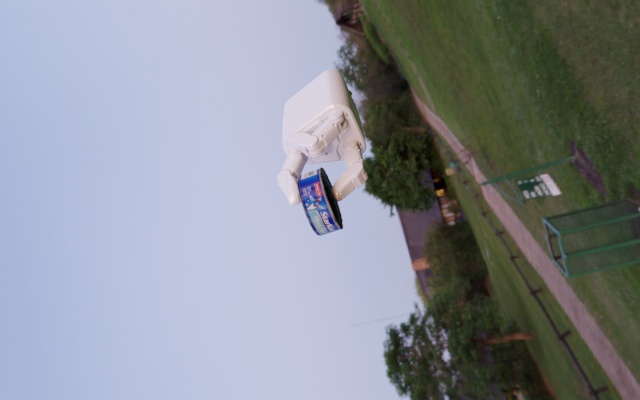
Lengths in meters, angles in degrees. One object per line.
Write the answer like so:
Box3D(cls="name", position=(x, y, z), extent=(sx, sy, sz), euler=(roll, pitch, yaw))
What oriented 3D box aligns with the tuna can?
Box3D(cls="tuna can", position=(0.000, 0.002, 0.626), extent=(0.034, 0.086, 0.086), euler=(-19, -3, 9))
